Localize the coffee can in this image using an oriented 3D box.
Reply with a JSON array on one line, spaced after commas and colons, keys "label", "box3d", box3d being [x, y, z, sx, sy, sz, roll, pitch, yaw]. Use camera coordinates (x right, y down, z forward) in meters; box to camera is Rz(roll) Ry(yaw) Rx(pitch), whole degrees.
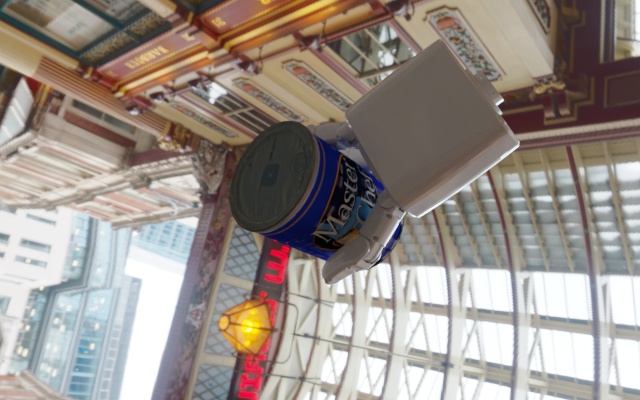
[{"label": "coffee can", "box3d": [0.000, 0.002, 0.456, 0.103, 0.102, 0.140, 0, -20, 42]}]
